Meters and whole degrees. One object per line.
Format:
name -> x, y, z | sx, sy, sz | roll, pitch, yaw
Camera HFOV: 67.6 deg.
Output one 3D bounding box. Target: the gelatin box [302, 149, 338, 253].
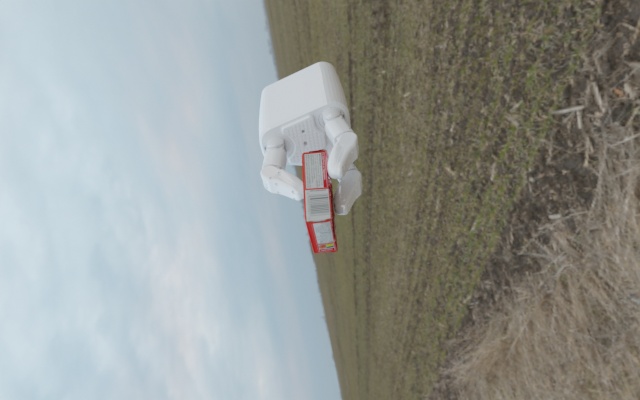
gelatin box -> 0.000, 0.002, 0.516 | 0.030, 0.089, 0.073 | -6, -32, 3
